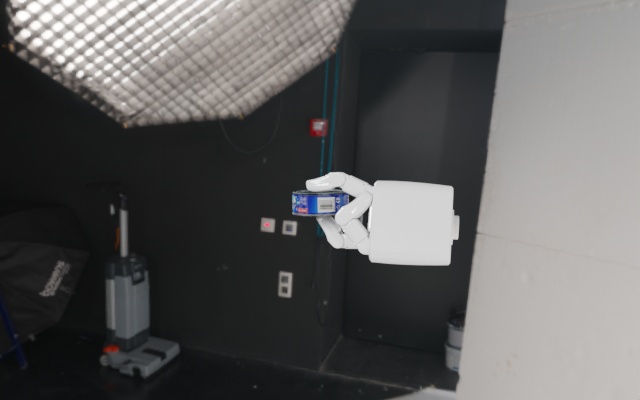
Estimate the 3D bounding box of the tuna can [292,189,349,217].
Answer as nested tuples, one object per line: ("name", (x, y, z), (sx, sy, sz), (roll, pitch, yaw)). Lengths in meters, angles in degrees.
("tuna can", (0.000, 0.002, 0.716), (0.086, 0.034, 0.086), (-1, 5, 0))
